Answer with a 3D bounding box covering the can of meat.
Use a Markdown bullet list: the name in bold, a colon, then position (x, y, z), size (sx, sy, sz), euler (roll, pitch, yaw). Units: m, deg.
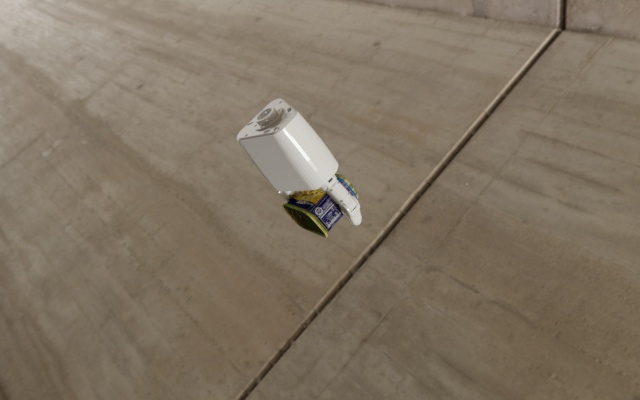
- **can of meat**: position (0.000, 0.002, 0.751), size (0.057, 0.084, 0.102), euler (50, -17, -27)
